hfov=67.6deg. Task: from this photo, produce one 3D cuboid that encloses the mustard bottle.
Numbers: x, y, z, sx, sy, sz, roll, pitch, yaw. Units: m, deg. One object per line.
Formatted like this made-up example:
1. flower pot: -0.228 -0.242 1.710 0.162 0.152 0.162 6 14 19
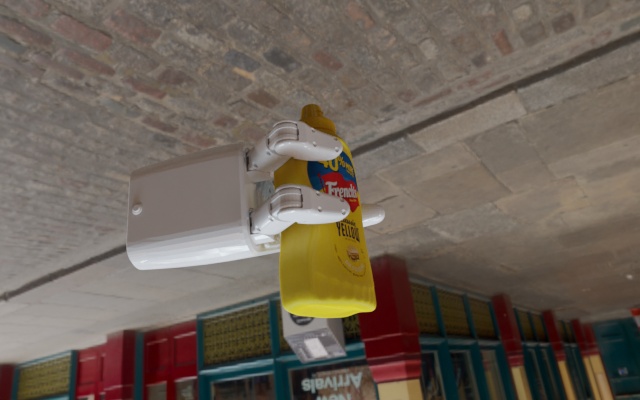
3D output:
1. mustard bottle: 0.000 0.002 0.418 0.058 0.191 0.096 -21 -26 33
